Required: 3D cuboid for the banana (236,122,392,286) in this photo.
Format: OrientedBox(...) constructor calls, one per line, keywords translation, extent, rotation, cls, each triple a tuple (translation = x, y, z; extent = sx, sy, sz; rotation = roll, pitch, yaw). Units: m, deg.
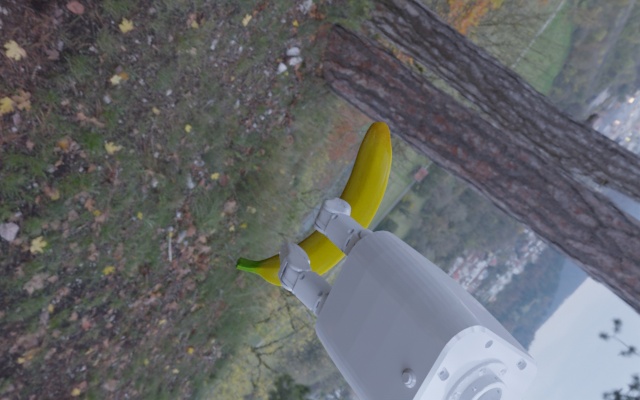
OrientedBox(translation=(0.011, 0.017, 0.452), extent=(0.069, 0.198, 0.037), rotation=(44, 2, -13), cls="banana")
